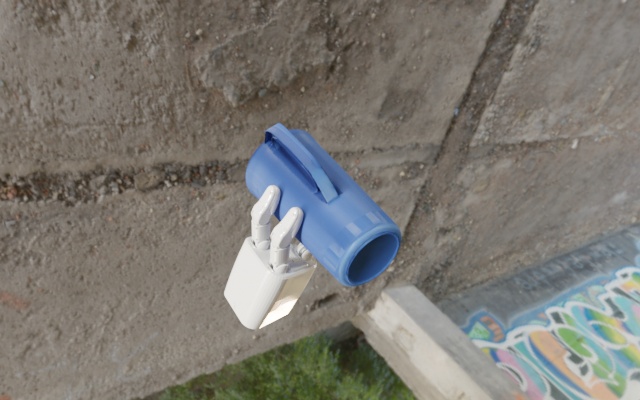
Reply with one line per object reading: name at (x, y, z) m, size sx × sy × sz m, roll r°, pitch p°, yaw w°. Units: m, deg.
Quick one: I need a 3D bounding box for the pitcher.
pitcher at (0.000, 0.002, 0.691) m, size 0.149 × 0.145 × 0.242 m, roll 6°, pitch 30°, yaw -46°
